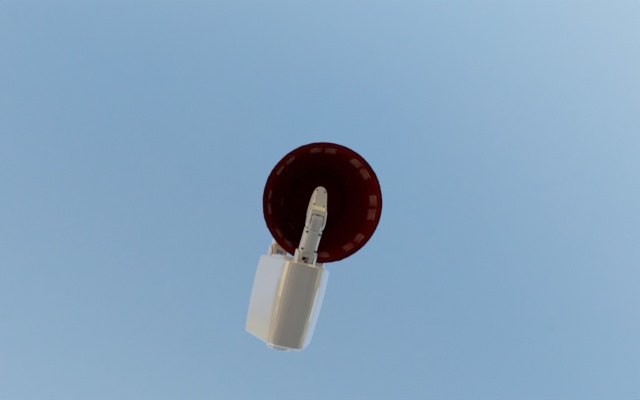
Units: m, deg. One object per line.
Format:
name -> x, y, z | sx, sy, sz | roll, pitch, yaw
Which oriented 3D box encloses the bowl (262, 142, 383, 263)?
bowl -> 0.001, 0.001, 0.656 | 0.162, 0.162, 0.055 | 0, 3, -9
